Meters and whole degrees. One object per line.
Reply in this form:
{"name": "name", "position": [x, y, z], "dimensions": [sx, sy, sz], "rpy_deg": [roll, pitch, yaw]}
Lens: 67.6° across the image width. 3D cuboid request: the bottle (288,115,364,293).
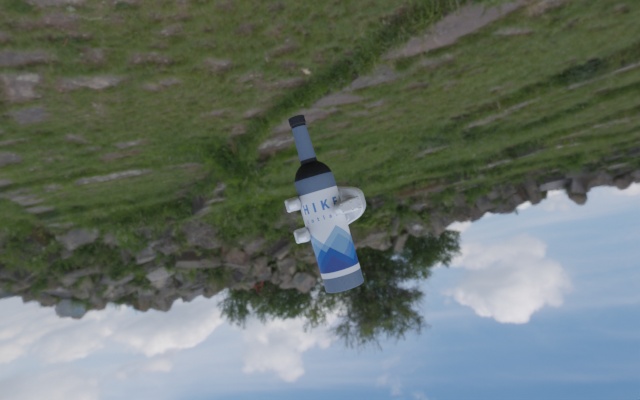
{"name": "bottle", "position": [0.000, 0.003, 0.797], "dimensions": [0.069, 0.295, 0.069], "rpy_deg": [-16, 1, 0]}
